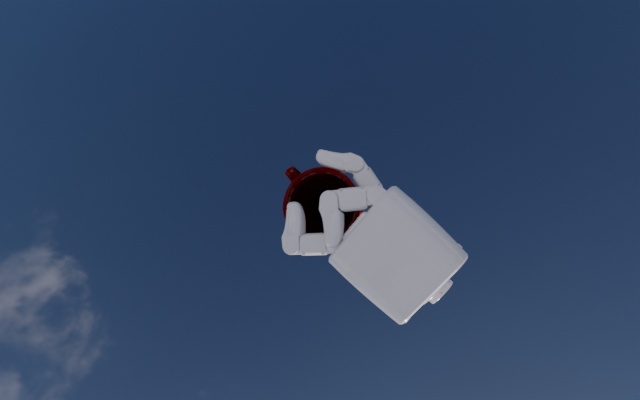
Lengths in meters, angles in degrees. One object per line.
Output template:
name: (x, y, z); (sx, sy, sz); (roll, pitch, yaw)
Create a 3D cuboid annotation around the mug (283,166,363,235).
mug: (-0.001, 0.001, 0.599); (0.117, 0.093, 0.081); (43, 5, 12)
